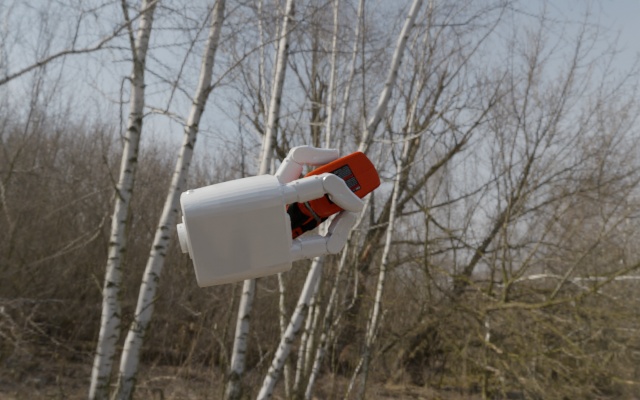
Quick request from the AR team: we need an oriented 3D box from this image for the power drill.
[{"bbox_3d":[0.000,0.002,0.648,0.184,0.057,0.188,-30,-5,-33],"label":"power drill"}]
